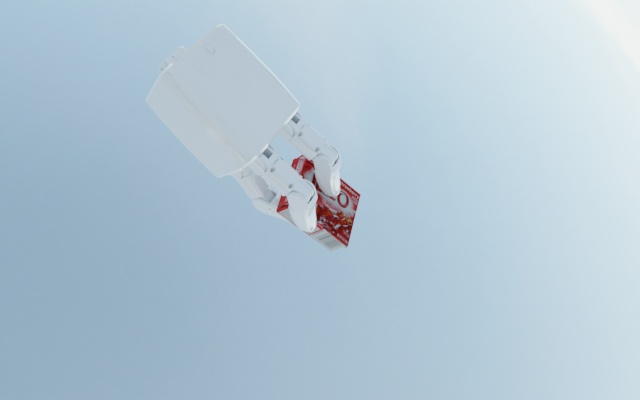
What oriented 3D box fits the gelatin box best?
[{"bbox_3d":[0.000,0.002,0.523,0.089,0.073,0.030,38,-40,-28],"label":"gelatin box"}]
